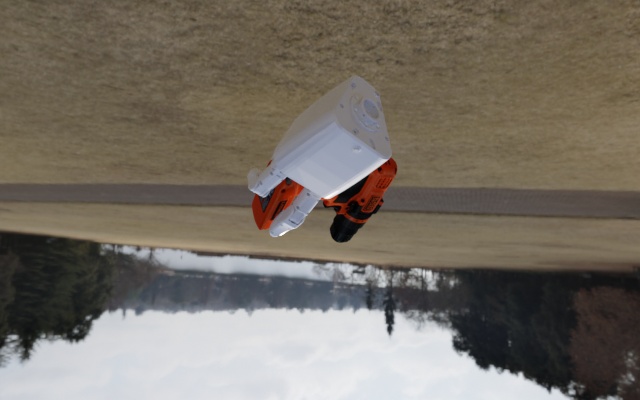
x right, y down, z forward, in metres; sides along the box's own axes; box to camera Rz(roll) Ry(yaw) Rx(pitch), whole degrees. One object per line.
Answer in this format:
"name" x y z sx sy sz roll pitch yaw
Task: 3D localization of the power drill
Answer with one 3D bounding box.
"power drill" 0.000 0.002 0.695 0.187 0.057 0.184 -1 -41 -29
